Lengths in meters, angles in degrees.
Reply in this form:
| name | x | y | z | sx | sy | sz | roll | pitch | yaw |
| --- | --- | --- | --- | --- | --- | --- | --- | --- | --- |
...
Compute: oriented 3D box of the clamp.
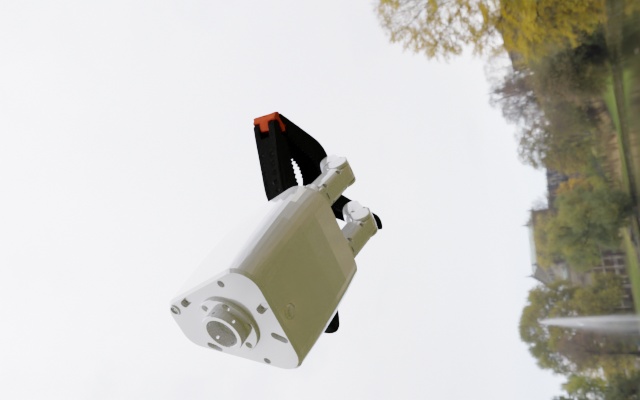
| name | x | y | z | sx | sy | sz | roll | pitch | yaw |
| --- | --- | --- | --- | --- | --- | --- | --- | --- | --- |
| clamp | -0.001 | 0.001 | 0.480 | 0.036 | 0.210 | 0.164 | -10 | 26 | 33 |
